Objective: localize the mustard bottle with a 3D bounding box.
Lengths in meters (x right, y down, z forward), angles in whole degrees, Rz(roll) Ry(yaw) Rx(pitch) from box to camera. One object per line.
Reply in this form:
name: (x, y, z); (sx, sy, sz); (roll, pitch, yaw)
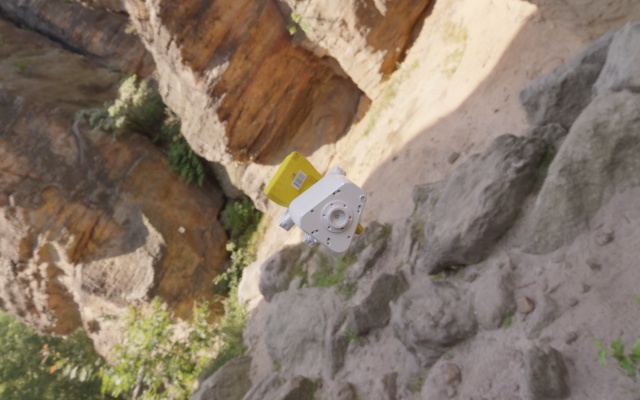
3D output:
mustard bottle: (0.000, 0.003, 0.871); (0.192, 0.096, 0.058); (36, -23, -14)
